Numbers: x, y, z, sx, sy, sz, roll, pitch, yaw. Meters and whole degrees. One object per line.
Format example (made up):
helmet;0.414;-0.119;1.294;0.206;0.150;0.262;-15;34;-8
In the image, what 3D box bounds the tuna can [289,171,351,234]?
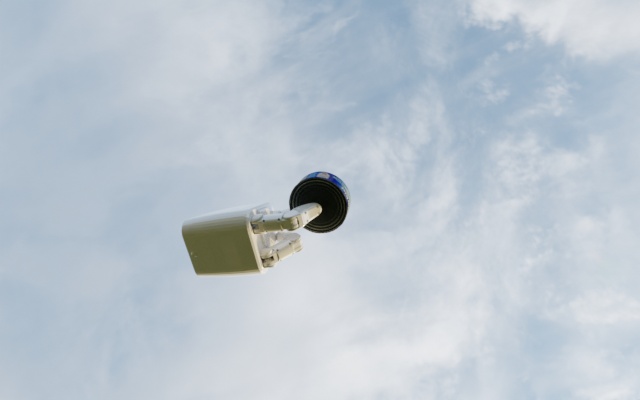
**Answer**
tuna can;0.000;0.002;0.689;0.086;0.086;0.033;0;21;14
